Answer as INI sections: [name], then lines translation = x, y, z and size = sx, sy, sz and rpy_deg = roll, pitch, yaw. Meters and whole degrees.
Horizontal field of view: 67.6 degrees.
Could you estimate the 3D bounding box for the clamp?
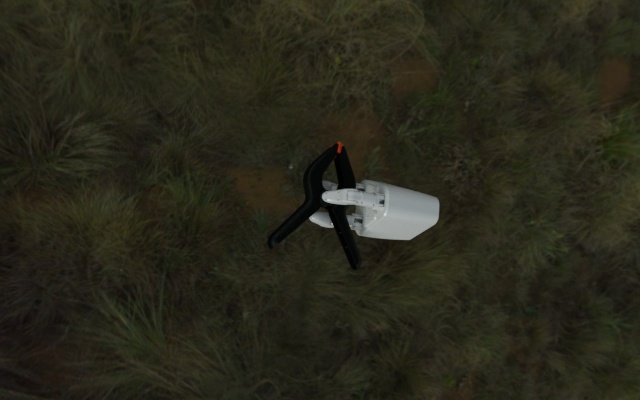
[clamp]
translation = 0.001, 0.002, 0.788
size = 0.164, 0.210, 0.036
rpy_deg = 10, -11, -23
